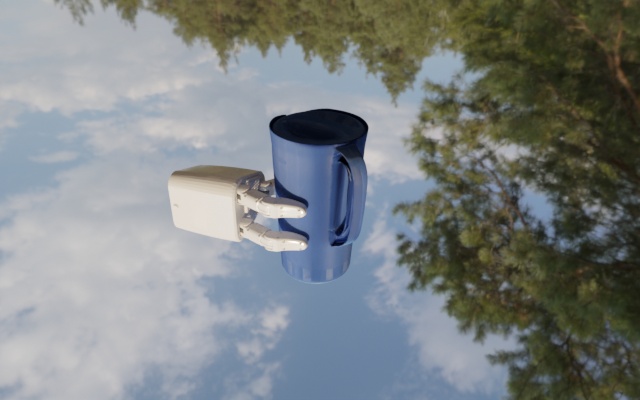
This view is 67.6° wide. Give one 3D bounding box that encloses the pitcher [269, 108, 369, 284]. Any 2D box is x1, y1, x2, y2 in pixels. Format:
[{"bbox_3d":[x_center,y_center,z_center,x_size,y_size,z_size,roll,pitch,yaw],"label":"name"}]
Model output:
[{"bbox_3d":[0.000,0.002,0.686,0.145,0.243,0.149,8,31,11],"label":"pitcher"}]
